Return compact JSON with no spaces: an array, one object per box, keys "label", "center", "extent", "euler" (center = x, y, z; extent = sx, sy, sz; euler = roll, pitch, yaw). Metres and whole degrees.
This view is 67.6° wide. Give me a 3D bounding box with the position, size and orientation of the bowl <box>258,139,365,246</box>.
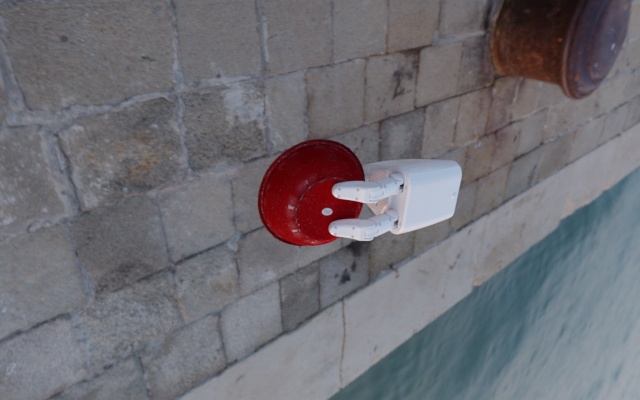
[{"label":"bowl","center":[-0.001,0.003,0.642],"extent":[0.162,0.162,0.055],"euler":[0,24,-25]}]
